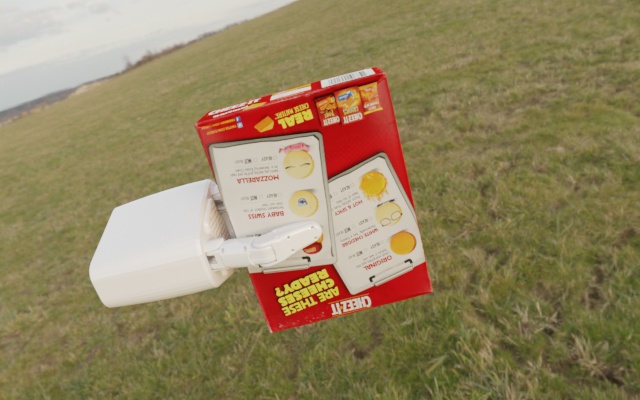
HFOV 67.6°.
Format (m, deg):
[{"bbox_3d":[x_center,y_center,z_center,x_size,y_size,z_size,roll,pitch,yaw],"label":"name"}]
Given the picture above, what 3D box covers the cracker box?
[{"bbox_3d":[0.000,0.001,0.449,0.164,0.214,0.072,-15,21,4],"label":"cracker box"}]
